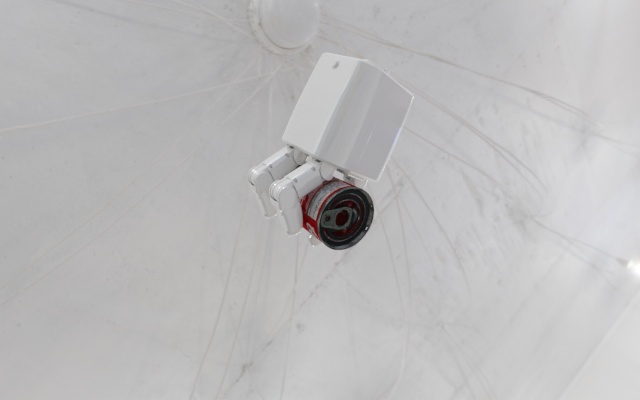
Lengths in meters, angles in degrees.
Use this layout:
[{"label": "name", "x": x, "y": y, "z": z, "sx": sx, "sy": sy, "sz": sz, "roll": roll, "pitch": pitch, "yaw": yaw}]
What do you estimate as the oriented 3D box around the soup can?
[{"label": "soup can", "x": 0.000, "y": 0.002, "z": 0.516, "sx": 0.068, "sy": 0.068, "sz": 0.102, "roll": 0, "pitch": 20, "yaw": -34}]
